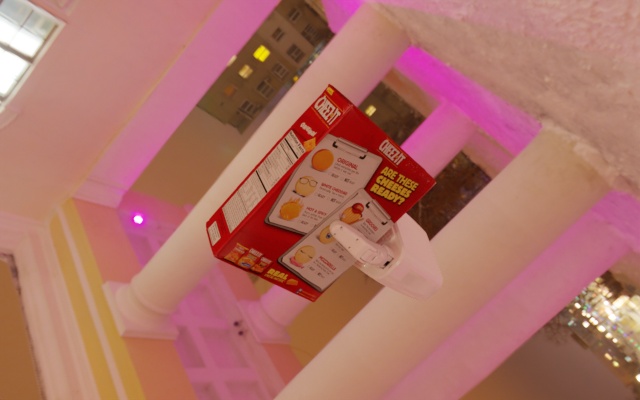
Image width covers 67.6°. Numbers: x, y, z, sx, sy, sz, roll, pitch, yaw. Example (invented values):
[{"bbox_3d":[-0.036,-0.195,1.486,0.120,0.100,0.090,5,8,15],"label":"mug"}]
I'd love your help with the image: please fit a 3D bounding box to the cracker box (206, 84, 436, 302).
[{"bbox_3d":[0.000,0.002,0.547,0.164,0.214,0.072,34,15,-39],"label":"cracker box"}]
